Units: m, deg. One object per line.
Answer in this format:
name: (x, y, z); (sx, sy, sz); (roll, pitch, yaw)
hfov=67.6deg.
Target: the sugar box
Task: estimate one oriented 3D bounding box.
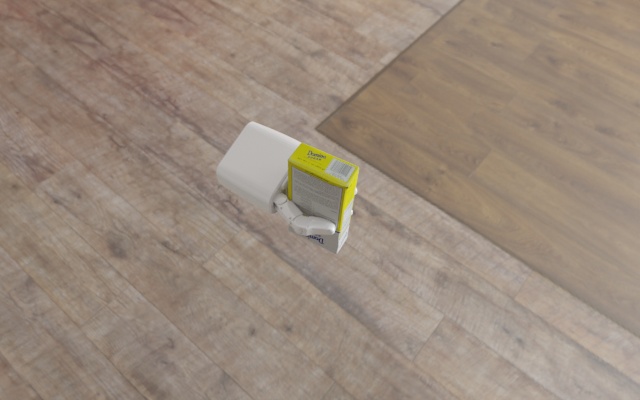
sugar box: (0.000, 0.002, 0.711); (0.093, 0.048, 0.176); (26, -32, 14)
